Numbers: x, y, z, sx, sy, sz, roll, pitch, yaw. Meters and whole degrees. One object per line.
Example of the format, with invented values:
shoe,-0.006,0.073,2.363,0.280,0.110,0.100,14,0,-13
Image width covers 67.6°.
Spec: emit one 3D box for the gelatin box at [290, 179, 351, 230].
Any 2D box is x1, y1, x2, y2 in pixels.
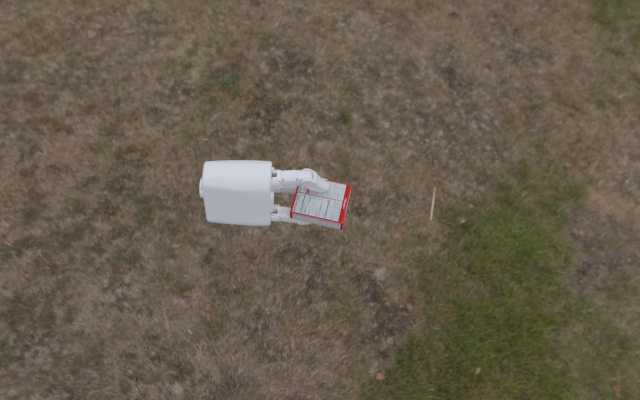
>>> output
gelatin box,0.000,0.002,0.789,0.089,0.073,0.030,12,-27,5
